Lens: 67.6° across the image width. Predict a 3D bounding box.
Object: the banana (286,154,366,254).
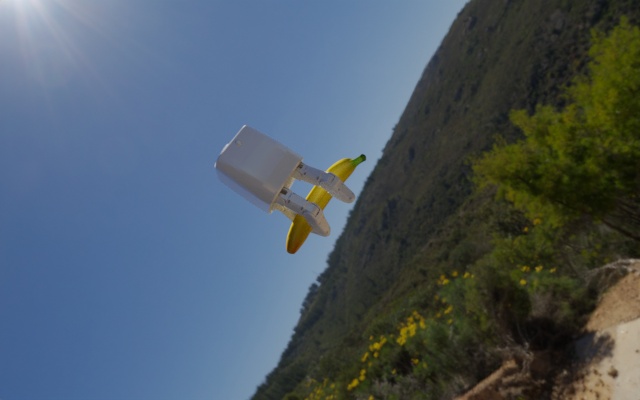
[{"bbox_3d":[-0.002,0.000,0.779,0.037,0.198,0.069,37,-8,-9],"label":"banana"}]
